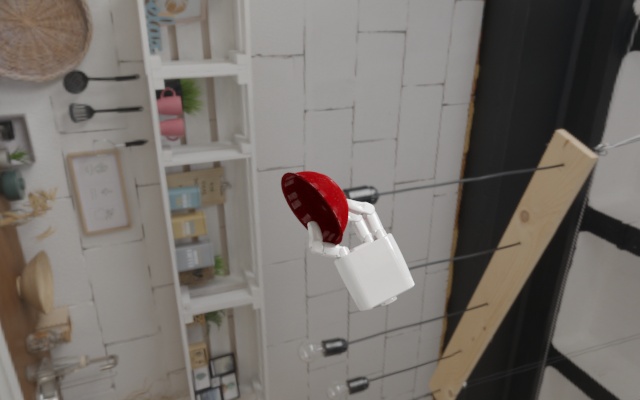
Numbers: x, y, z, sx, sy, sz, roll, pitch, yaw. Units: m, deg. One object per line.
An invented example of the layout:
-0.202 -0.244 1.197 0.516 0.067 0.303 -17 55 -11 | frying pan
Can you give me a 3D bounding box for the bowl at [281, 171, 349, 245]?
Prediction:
0.000 0.002 0.875 0.055 0.162 0.162 -39 18 -24 | bowl
